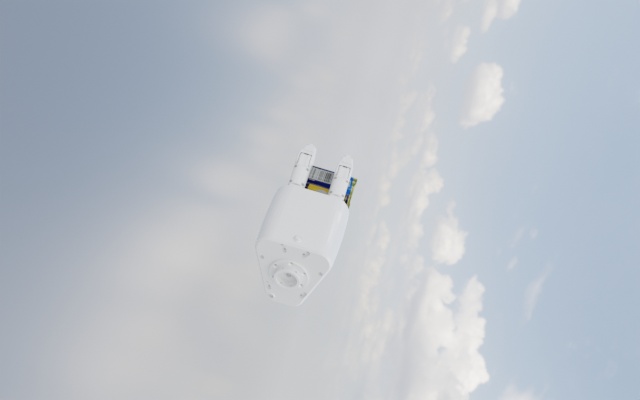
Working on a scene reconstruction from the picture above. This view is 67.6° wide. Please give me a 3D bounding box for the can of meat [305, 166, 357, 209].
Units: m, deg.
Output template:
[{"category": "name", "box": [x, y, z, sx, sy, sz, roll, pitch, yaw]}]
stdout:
[{"category": "can of meat", "box": [0.000, 0.002, 0.693, 0.084, 0.102, 0.057, 17, 35, 2]}]
